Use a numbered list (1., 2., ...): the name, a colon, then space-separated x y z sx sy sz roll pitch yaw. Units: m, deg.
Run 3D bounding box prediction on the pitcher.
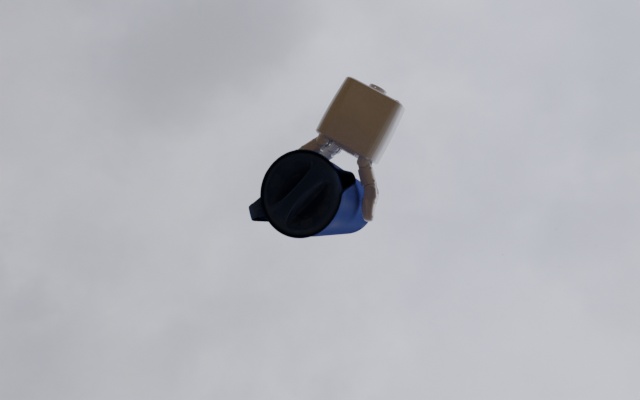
1. pitcher: 0.000 0.003 0.817 0.149 0.145 0.243 28 5 21
